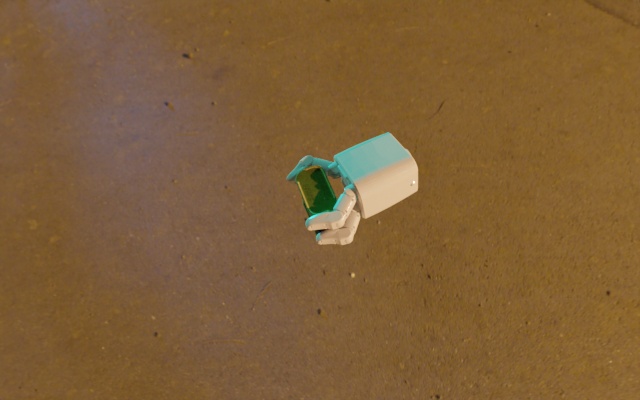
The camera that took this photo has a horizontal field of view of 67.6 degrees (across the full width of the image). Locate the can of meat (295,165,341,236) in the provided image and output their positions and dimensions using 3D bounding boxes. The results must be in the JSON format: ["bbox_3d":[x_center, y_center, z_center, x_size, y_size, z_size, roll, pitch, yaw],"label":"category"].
[{"bbox_3d":[0.000,0.002,0.806,0.057,0.102,0.084,-22,-31,-2],"label":"can of meat"}]
